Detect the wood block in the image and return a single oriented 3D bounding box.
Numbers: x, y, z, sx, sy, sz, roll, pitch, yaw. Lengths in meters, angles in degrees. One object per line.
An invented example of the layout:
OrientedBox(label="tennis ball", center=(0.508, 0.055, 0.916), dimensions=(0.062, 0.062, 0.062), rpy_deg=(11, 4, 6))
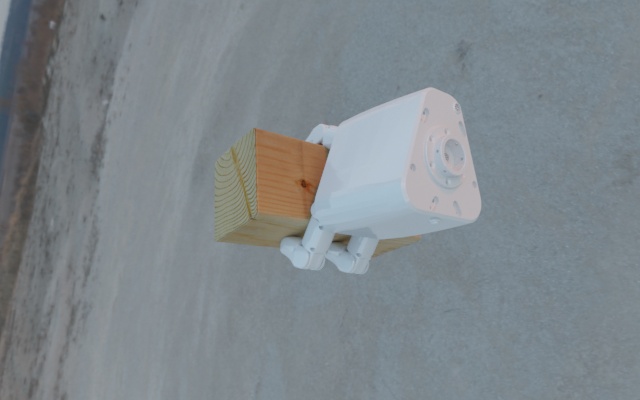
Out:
OrientedBox(label="wood block", center=(0.000, 0.001, 0.515), dimensions=(0.206, 0.090, 0.090), rpy_deg=(11, -26, -35))
